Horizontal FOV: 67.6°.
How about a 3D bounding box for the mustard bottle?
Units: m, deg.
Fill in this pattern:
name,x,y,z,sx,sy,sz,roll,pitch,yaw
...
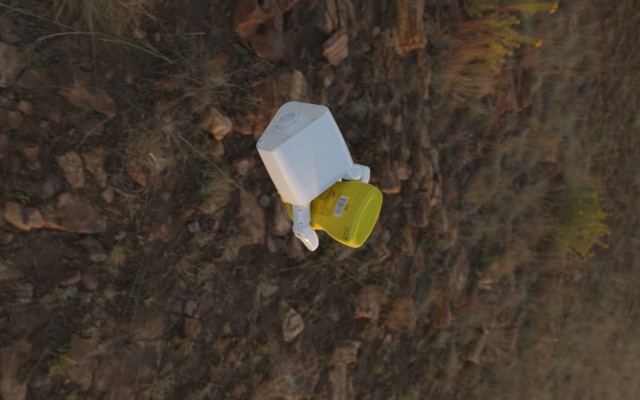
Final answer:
name,x,y,z,sx,sy,sz,roll,pitch,yaw
mustard bottle,0.000,0.003,0.764,0.191,0.096,0.058,18,-8,40
